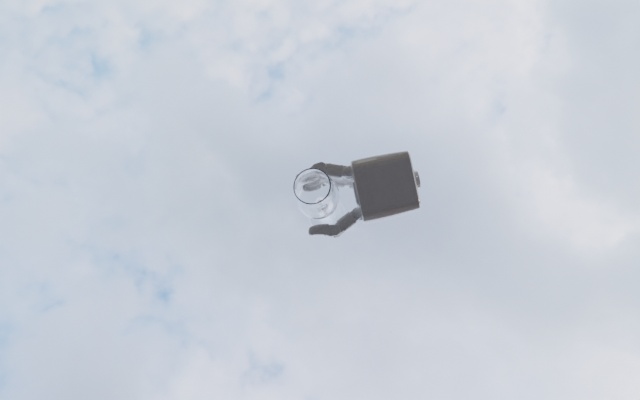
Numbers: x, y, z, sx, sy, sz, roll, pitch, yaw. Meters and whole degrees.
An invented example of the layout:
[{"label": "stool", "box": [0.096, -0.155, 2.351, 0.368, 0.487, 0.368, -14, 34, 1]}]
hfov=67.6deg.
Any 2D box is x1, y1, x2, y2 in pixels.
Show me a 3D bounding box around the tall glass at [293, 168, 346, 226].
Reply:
[{"label": "tall glass", "box": [0.000, 0.003, 0.859, 0.079, 0.079, 0.201, 0, -15, 9]}]
